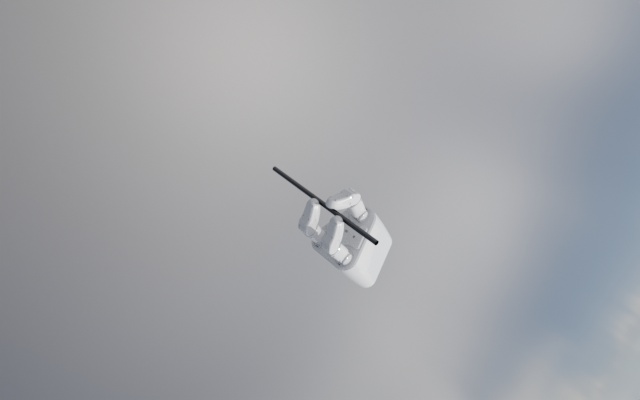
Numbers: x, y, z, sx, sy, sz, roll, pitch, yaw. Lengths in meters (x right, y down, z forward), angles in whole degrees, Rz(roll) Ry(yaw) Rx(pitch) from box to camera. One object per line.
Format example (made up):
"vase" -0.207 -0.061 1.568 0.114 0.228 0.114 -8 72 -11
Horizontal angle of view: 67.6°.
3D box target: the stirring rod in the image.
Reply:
"stirring rod" 0.000 0.002 0.729 0.011 0.011 0.239 0 28 -47
